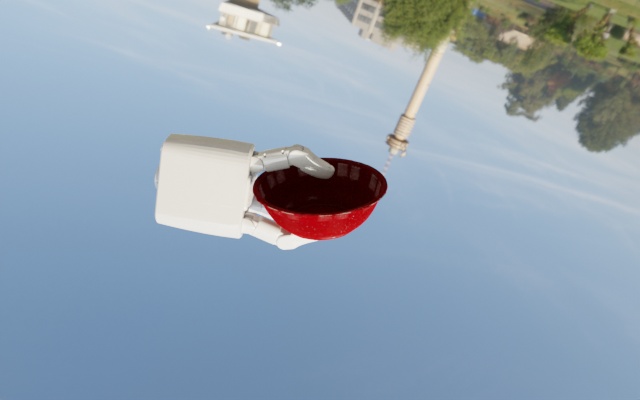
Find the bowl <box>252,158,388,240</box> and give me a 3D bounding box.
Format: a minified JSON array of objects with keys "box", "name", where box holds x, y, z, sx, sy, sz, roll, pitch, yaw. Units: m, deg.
[{"box":[0.001,0.002,0.583,0.162,0.055,0.162,-2,27,1],"name":"bowl"}]
